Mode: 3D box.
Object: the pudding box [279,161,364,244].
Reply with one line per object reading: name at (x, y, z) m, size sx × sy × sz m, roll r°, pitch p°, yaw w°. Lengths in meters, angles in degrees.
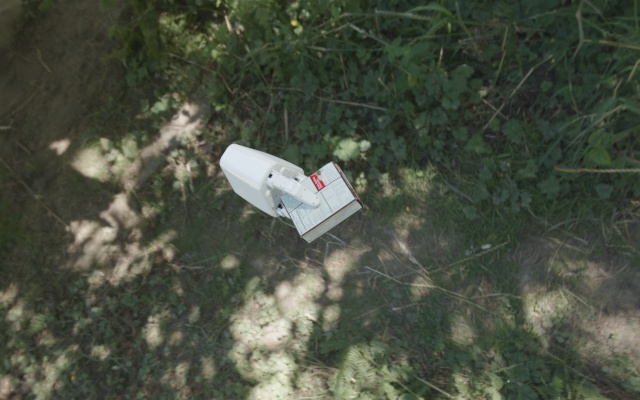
pudding box at (0.000, 0.002, 0.781) m, size 0.113 × 0.090 × 0.039 m, roll -35°, pitch -31°, yaw 8°
